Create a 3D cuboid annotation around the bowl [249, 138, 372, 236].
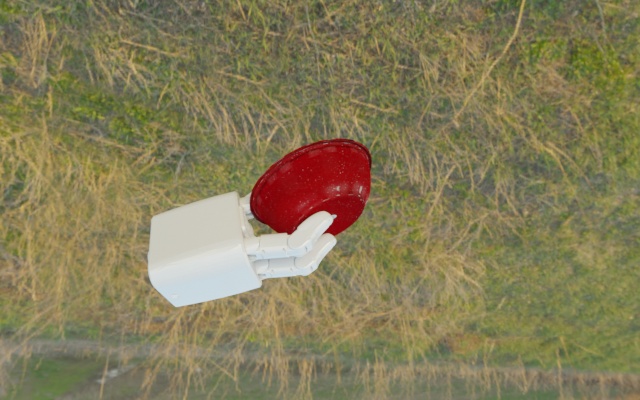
[{"bbox_3d":[0.001,0.002,0.570,0.162,0.055,0.162,-20,-31,-13],"label":"bowl"}]
